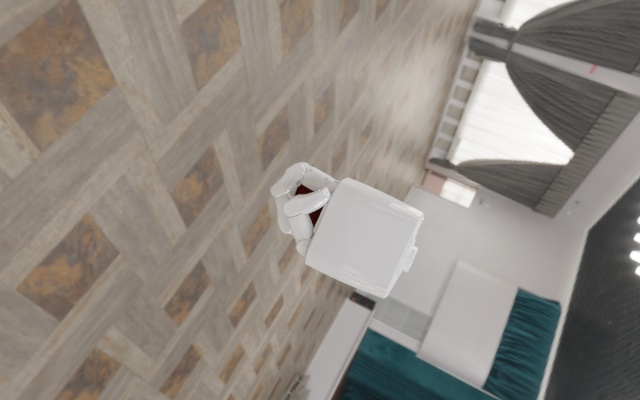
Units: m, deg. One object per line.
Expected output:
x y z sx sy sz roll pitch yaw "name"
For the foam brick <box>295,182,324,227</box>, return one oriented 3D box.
0.000 0.002 0.644 0.051 0.053 0.078 23 16 15 "foam brick"
